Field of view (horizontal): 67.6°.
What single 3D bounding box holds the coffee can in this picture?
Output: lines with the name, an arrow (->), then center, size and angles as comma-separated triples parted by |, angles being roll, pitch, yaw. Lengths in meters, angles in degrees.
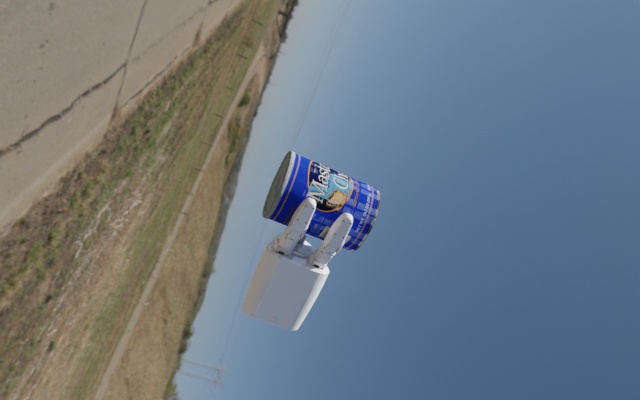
coffee can -> 0.000, 0.002, 0.691 | 0.140, 0.103, 0.103 | 22, -5, -13
